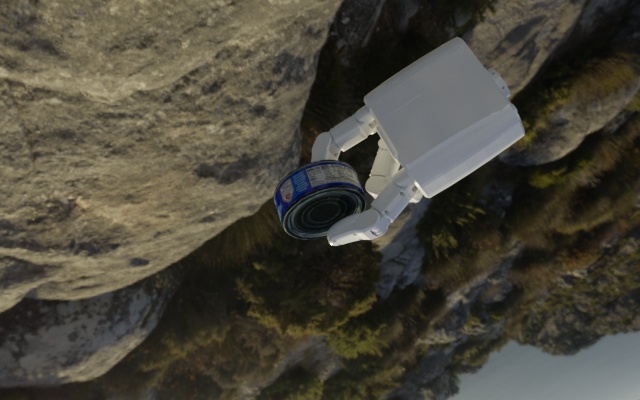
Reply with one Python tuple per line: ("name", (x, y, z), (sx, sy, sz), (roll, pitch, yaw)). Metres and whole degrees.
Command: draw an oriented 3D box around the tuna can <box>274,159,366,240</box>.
("tuna can", (0.000, 0.002, 0.461), (0.086, 0.033, 0.086), (-13, -34, -9))
